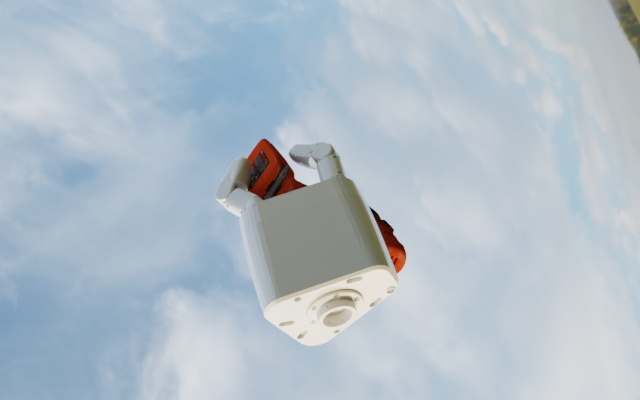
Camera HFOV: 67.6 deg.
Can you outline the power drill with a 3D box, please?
[{"bbox_3d":[0.000,0.002,0.557,0.188,0.057,0.184,30,9,-23],"label":"power drill"}]
